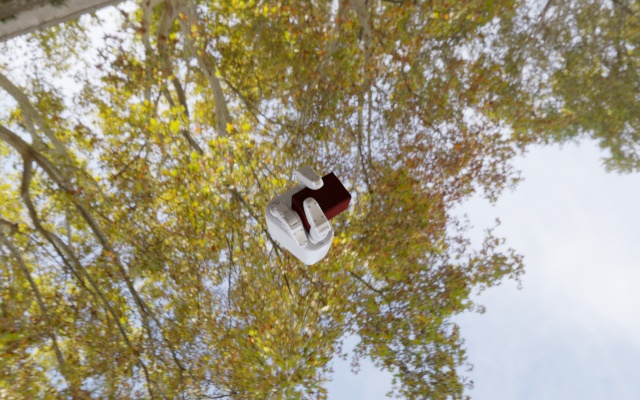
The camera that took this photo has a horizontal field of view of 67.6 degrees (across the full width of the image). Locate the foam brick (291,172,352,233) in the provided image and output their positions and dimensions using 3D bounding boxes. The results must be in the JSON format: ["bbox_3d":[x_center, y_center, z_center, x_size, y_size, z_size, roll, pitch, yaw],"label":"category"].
[{"bbox_3d":[0.000,0.002,0.737,0.078,0.053,0.051,-31,-17,-14],"label":"foam brick"}]
